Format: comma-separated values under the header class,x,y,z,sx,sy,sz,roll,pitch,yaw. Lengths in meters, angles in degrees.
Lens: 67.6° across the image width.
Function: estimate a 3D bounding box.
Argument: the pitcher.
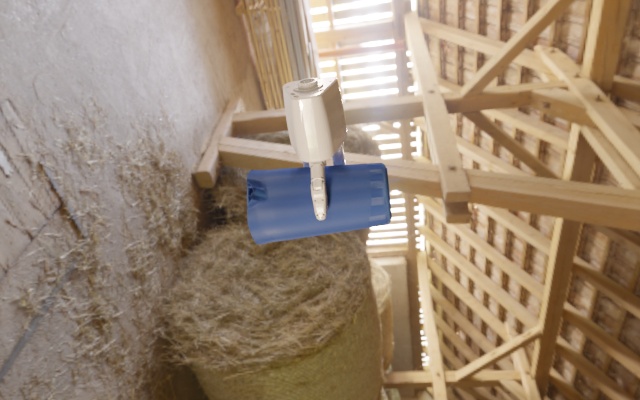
class,x,y,z,sx,sy,sz,roll,pitch,yaw
pitcher,0.000,0.003,0.841,0.243,0.145,0.149,-6,26,8
